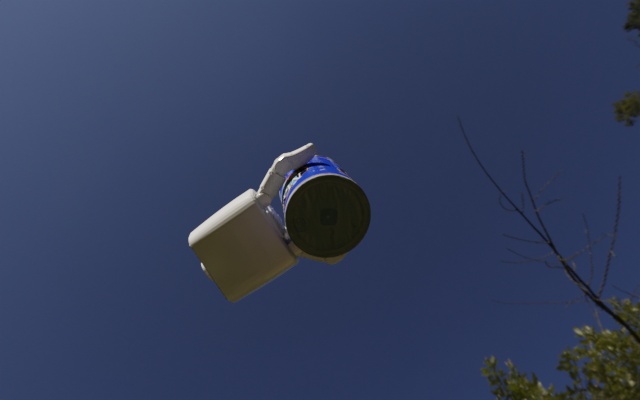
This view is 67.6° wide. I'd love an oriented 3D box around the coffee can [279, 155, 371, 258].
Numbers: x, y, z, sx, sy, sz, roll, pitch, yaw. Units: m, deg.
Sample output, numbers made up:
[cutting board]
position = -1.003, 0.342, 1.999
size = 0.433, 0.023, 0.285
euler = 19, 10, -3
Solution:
[coffee can]
position = 0.000, 0.002, 0.626
size = 0.103, 0.103, 0.140
euler = 0, 15, -8
